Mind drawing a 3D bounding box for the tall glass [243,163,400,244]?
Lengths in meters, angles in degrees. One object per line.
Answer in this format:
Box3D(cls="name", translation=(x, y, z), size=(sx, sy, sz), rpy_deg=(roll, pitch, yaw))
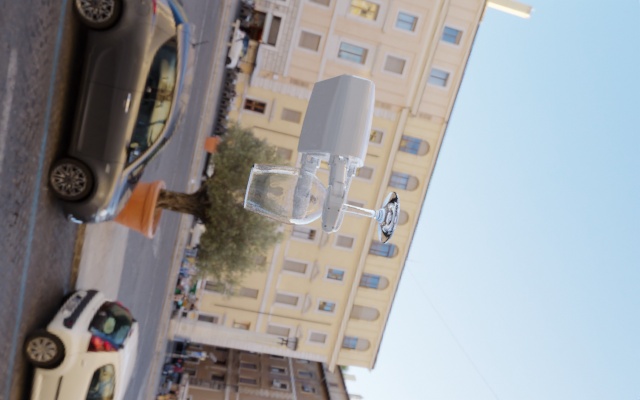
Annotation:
Box3D(cls="tall glass", translation=(0.001, 0.002, 0.648), size=(0.201, 0.079, 0.079), rpy_deg=(12, -2, -10))
